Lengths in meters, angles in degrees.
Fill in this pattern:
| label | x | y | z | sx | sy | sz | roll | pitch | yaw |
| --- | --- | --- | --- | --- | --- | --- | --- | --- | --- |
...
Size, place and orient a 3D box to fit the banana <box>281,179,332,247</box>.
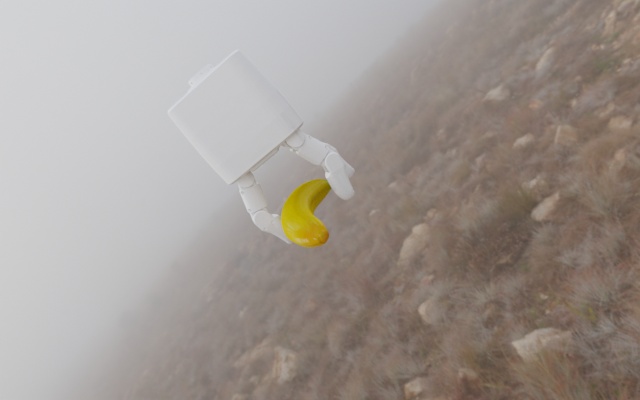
| label | x | y | z | sx | sy | sz | roll | pitch | yaw |
| --- | --- | --- | --- | --- | --- | --- | --- | --- | --- |
| banana | -0.015 | 0.010 | 0.551 | 0.069 | 0.037 | 0.197 | -32 | 15 | 18 |
